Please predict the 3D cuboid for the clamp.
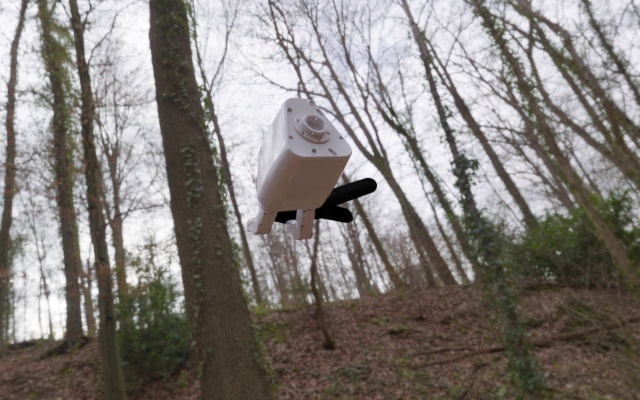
[{"bbox_3d":[0.000,0.002,0.715,0.171,0.039,0.120,-3,-34,-30],"label":"clamp"}]
